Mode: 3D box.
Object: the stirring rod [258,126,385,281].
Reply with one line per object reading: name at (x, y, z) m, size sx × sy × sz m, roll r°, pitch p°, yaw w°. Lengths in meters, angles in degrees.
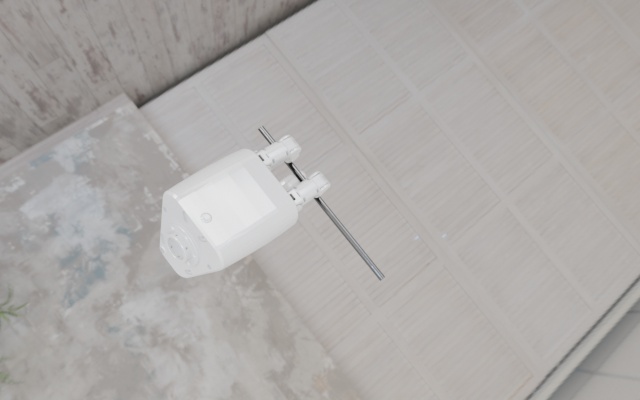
stirring rod at (0.000, 0.002, 0.590) m, size 0.011 × 0.239 × 0.011 m, roll -39°, pitch -5°, yaw -4°
